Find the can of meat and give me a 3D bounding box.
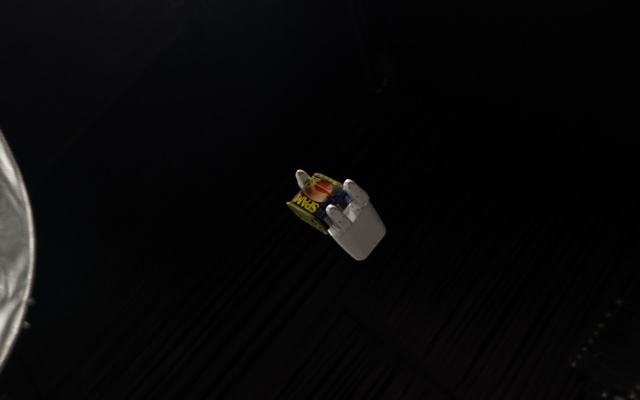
[{"bbox_3d":[0.000,0.003,0.890,0.102,0.084,0.057,29,-16,49],"label":"can of meat"}]
